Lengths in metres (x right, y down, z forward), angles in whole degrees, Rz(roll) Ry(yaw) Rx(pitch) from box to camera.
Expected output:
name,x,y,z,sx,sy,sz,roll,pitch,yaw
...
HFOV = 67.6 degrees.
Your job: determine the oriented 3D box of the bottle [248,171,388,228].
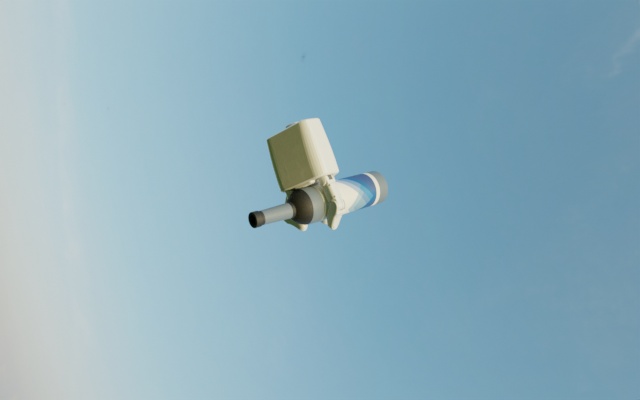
name,x,y,z,sx,sy,sz,roll,pitch,yaw
bottle,0.000,0.003,0.872,0.295,0.069,0.069,-15,9,-38
